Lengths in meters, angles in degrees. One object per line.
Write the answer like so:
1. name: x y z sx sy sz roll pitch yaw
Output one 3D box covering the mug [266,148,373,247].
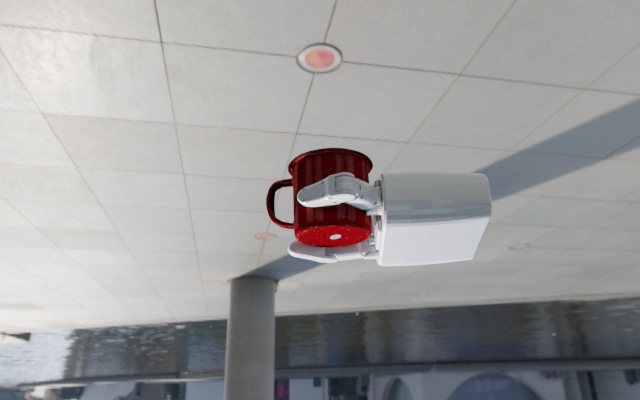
1. mug: -0.001 0.002 0.508 0.117 0.081 0.093 -3 -21 2
